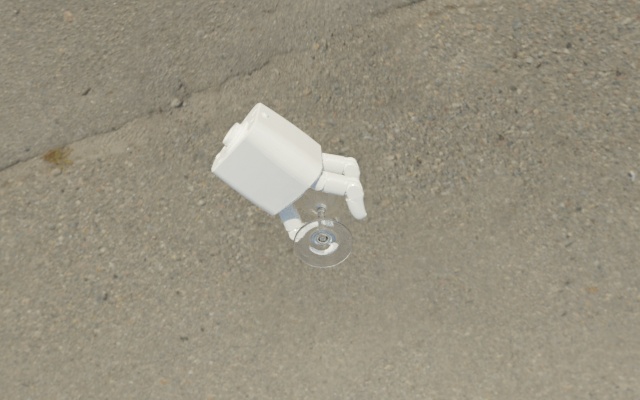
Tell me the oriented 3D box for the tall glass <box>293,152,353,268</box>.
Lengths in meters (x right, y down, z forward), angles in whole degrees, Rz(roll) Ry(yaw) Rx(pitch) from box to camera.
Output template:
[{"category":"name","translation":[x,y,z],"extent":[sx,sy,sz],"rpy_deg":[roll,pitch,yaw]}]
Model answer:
[{"category":"tall glass","translation":[0.000,0.003,0.674],"extent":[0.079,0.079,0.201],"rpy_deg":[0,31,-2]}]
